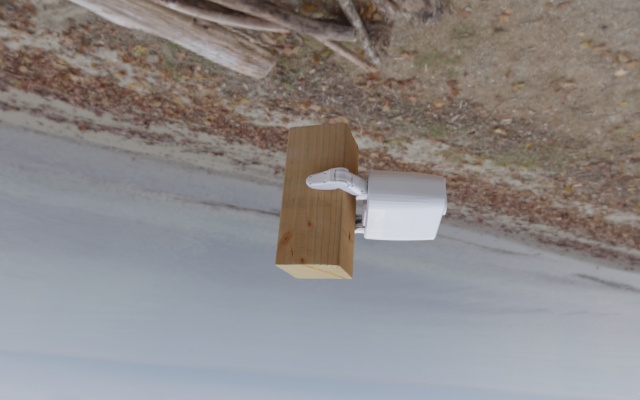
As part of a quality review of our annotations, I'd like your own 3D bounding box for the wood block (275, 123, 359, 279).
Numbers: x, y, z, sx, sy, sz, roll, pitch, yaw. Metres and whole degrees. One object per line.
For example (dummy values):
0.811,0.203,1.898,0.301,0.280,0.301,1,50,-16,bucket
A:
0.000,0.002,0.692,0.090,0.206,0.091,-2,-21,16,wood block
